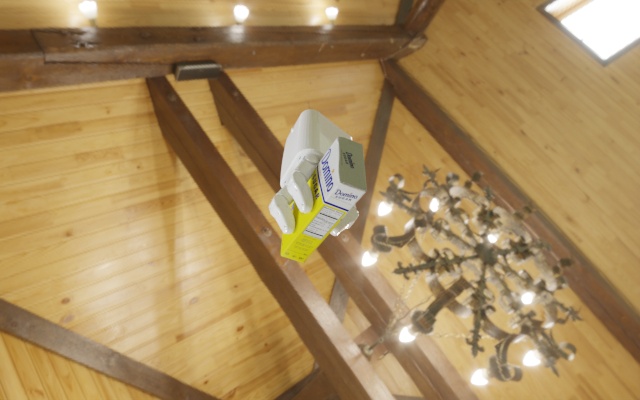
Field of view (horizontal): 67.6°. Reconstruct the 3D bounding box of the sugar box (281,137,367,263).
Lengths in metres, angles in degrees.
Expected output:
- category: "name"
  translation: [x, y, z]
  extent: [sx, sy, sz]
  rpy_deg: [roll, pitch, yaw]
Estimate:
- category: "sugar box"
  translation: [0.000, 0.002, 0.673]
  extent: [0.048, 0.093, 0.176]
  rpy_deg: [18, -46, -18]
